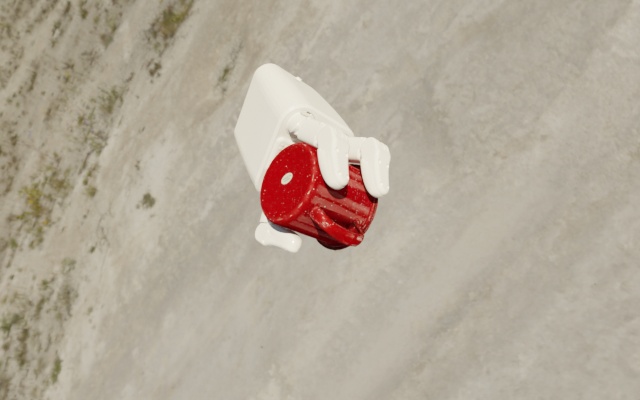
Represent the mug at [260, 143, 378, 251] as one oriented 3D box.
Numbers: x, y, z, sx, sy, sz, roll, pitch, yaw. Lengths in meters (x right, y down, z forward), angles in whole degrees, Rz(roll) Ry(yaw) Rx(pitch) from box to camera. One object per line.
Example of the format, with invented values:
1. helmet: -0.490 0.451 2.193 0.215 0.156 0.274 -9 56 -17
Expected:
1. mug: 0.000 0.002 0.458 0.081 0.093 0.117 23 24 -40
